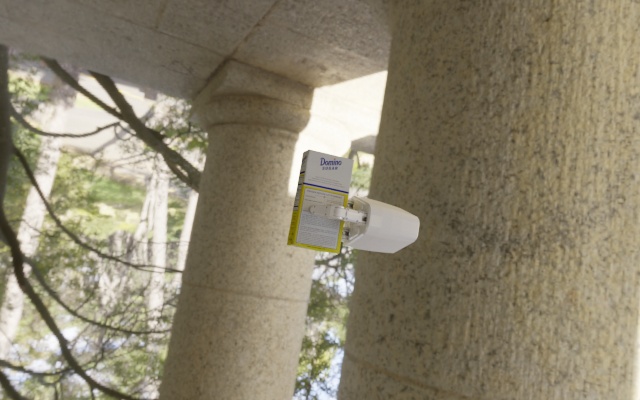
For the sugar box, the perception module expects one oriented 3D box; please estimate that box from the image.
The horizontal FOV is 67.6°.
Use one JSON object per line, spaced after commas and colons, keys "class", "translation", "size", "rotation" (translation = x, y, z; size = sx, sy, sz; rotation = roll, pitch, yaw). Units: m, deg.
{"class": "sugar box", "translation": [0.000, 0.003, 0.875], "size": [0.093, 0.176, 0.048], "rotation": [12, -9, -19]}
